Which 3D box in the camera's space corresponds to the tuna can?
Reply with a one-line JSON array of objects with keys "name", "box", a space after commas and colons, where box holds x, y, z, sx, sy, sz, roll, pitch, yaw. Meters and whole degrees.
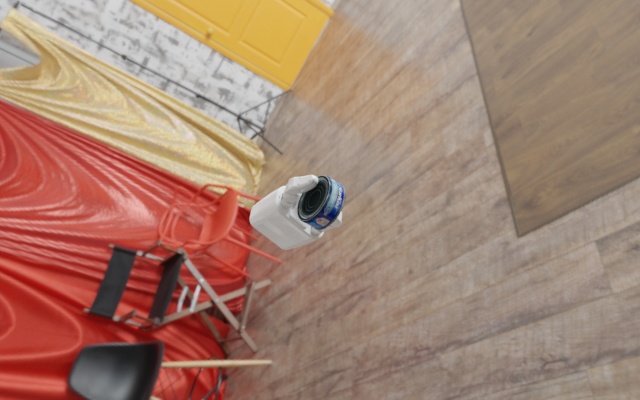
[{"name": "tuna can", "box": [0.000, 0.002, 0.779, 0.034, 0.086, 0.086, 29, -16, -30]}]
